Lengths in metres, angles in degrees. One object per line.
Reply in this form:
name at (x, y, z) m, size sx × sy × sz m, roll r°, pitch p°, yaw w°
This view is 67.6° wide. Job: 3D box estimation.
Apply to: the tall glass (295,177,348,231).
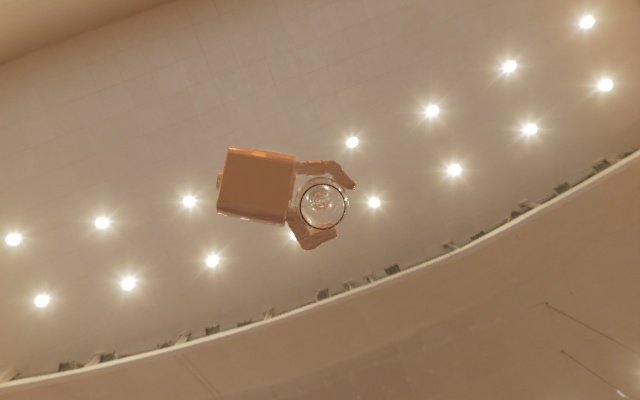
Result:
tall glass at (0.000, 0.002, 0.731) m, size 0.079 × 0.079 × 0.201 m, roll 0°, pitch 3°, yaw -2°
